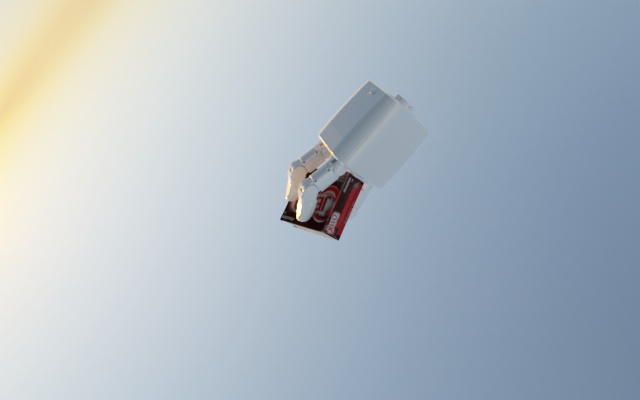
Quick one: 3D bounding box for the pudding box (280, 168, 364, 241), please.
[{"bbox_3d":[0.000,0.002,0.681,0.039,0.090,0.113,32,-12,-32],"label":"pudding box"}]
